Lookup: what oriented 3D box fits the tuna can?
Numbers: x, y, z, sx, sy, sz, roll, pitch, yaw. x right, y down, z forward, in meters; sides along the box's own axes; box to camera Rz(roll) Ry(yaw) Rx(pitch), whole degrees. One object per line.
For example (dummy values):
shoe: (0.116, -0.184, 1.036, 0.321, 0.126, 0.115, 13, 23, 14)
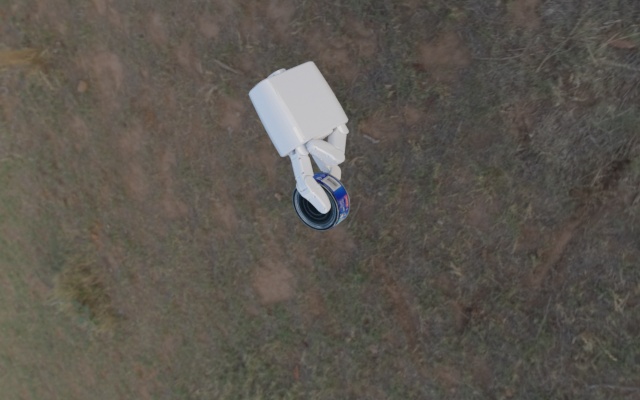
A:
tuna can: (0.000, 0.003, 0.722, 0.086, 0.086, 0.033, 0, 23, 36)
